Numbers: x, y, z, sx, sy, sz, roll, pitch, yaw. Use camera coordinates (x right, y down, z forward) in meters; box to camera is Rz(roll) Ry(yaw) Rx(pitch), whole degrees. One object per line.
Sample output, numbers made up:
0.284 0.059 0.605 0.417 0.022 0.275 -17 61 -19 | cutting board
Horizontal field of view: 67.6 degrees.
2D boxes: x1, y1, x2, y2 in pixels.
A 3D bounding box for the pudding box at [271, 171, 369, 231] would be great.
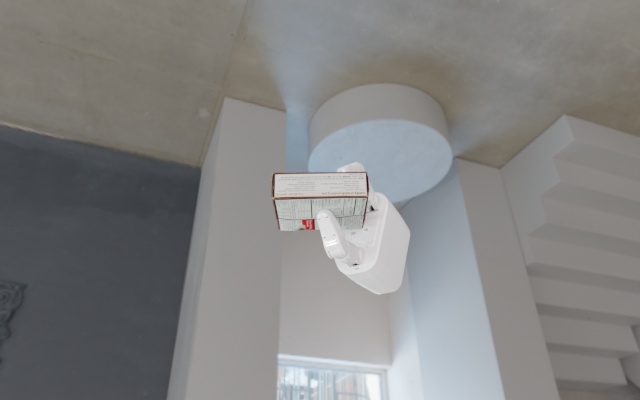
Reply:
0.000 0.002 0.578 0.113 0.039 0.090 -2 -28 -1 | pudding box
